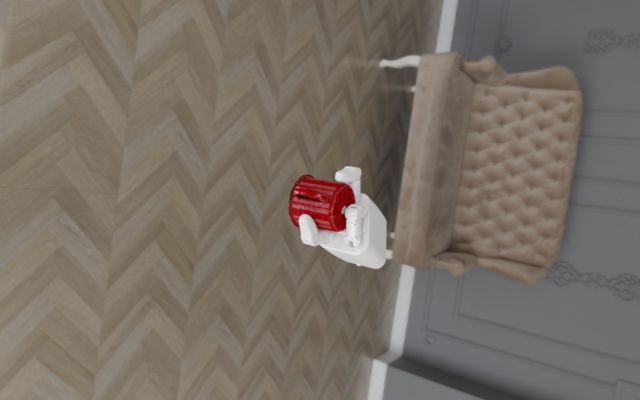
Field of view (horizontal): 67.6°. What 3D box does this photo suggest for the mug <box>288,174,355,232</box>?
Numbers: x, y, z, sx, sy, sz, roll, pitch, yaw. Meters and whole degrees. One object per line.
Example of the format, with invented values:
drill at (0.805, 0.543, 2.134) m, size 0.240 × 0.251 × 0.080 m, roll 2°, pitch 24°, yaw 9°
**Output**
mug at (0.000, 0.002, 0.791) m, size 0.081 × 0.093 × 0.117 m, roll 10°, pitch -16°, yaw 31°
